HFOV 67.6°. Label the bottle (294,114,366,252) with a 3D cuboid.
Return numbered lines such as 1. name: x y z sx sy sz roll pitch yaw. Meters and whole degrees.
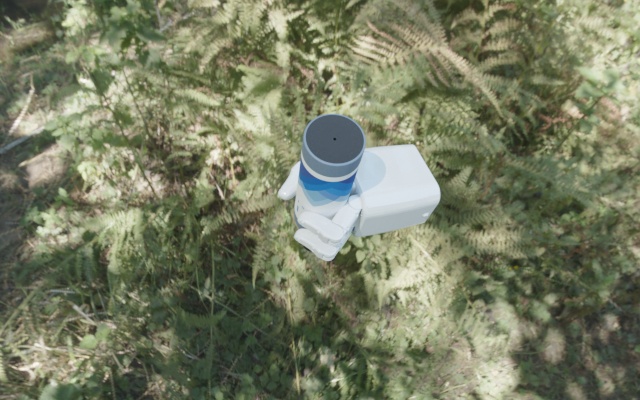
1. bottle: 0.000 0.002 0.630 0.069 0.069 0.296 0 -27 -7
